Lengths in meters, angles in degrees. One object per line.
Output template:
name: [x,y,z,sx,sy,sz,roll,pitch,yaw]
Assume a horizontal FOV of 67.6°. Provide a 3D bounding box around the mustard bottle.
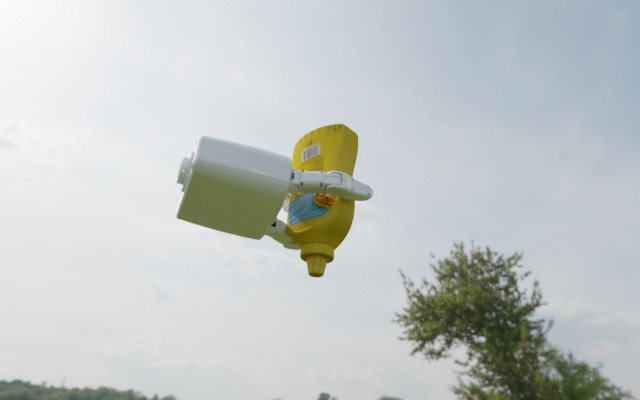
mustard bottle: [0.000,0.002,0.598,0.096,0.191,0.058,-19,-35,37]
